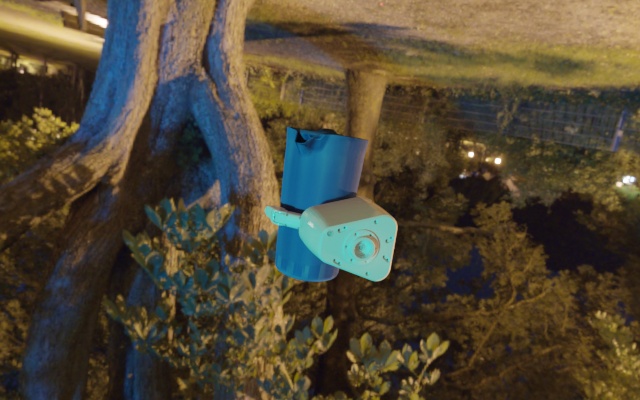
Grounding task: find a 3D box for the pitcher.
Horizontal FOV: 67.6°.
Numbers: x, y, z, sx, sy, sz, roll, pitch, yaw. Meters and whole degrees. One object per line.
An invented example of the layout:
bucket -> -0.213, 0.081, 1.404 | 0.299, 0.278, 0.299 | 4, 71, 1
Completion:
pitcher -> 0.000, 0.003, 0.794 | 0.149, 0.243, 0.145 | 6, 10, -18
